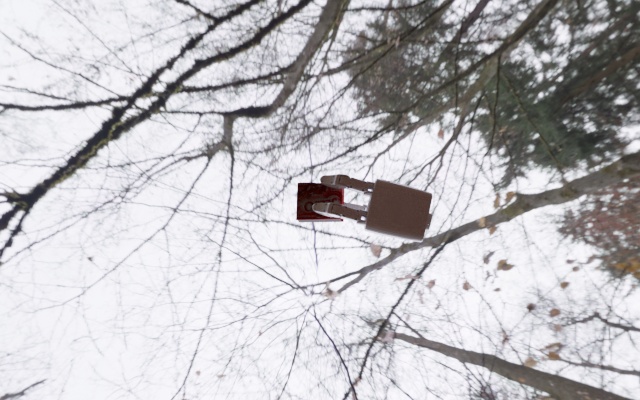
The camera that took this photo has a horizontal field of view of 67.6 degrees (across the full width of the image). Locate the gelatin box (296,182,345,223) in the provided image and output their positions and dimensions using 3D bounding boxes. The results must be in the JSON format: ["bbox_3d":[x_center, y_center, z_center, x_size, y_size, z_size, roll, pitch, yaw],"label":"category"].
[{"bbox_3d":[0.000,0.003,0.897,0.089,0.073,0.030,-1,-15,11],"label":"gelatin box"}]
